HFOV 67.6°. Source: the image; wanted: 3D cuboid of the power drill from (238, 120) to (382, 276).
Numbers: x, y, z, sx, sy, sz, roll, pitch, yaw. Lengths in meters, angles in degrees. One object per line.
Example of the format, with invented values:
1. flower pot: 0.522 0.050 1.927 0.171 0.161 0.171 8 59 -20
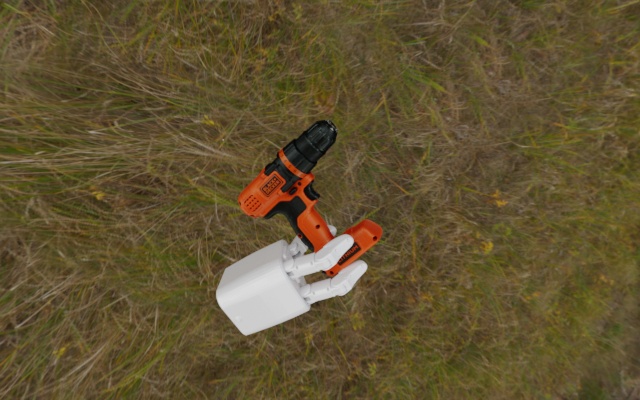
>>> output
1. power drill: 0.000 0.003 0.688 0.184 0.187 0.057 -42 6 21
